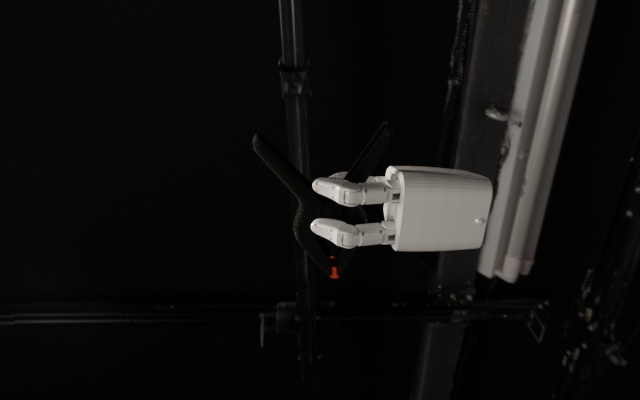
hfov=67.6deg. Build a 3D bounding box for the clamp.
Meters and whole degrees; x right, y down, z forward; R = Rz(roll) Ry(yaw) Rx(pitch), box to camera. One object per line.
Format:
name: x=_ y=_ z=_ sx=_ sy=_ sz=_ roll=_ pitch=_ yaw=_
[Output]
clamp: x=0.000 y=0.002 z=0.594 sx=0.164 sy=0.210 sz=0.036 roll=2 pitch=26 yaw=-1
